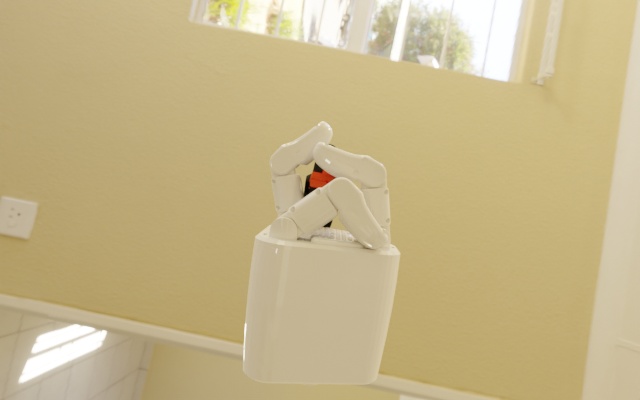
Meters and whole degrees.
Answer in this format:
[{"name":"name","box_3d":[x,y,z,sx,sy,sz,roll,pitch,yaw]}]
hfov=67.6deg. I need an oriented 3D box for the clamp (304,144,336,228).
[{"name":"clamp","box_3d":[0.001,0.001,0.465,0.039,0.120,0.171,5,4,2]}]
